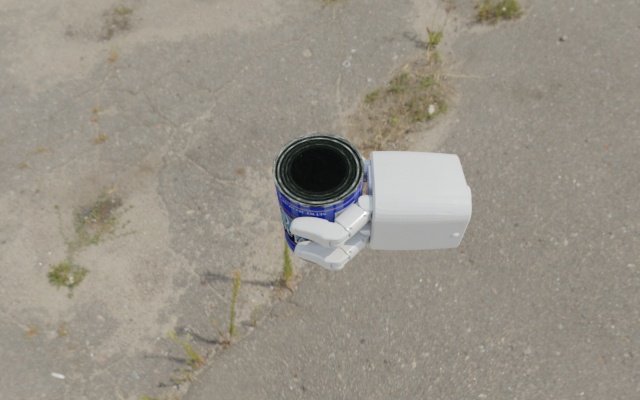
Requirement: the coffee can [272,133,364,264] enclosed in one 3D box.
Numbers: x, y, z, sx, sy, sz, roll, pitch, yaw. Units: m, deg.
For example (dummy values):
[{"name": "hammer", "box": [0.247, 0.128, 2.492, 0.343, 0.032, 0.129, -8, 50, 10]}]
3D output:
[{"name": "coffee can", "box": [0.000, 0.002, 0.584, 0.103, 0.102, 0.140, 0, -33, 3]}]
